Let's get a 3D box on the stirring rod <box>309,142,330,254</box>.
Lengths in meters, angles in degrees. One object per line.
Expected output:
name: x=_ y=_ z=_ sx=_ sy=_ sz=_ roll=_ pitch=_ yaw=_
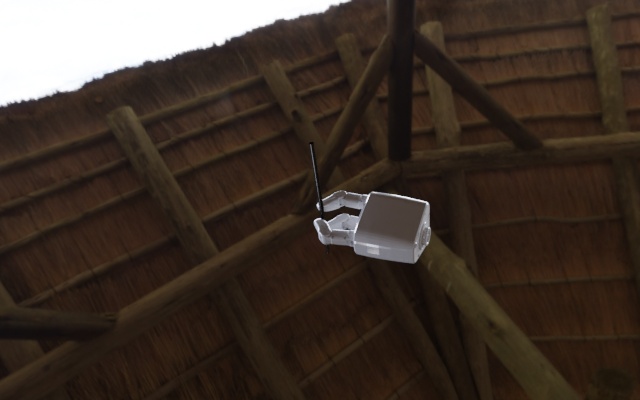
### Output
stirring rod: x=0.000 y=0.003 z=0.853 sx=0.011 sy=0.240 sz=0.011 roll=-6 pitch=35 yaw=4
